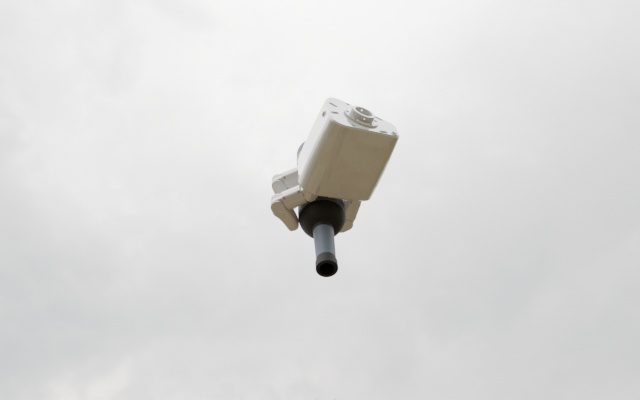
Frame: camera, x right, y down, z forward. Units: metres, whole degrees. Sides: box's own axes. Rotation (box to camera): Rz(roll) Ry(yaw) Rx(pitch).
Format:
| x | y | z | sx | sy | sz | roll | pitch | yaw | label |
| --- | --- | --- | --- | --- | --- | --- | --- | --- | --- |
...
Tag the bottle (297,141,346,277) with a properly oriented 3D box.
| x | y | z | sx | sy | sz | roll | pitch | yaw | label |
| --- | --- | --- | --- | --- | --- | --- | --- | --- | --- |
| 0.000 | 0.002 | 0.696 | 0.069 | 0.069 | 0.295 | 0 | 33 | -4 | bottle |
